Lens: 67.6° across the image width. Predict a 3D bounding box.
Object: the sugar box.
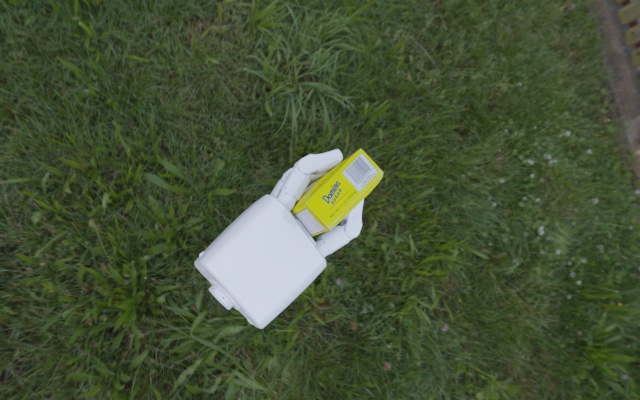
[{"bbox_3d":[0.000,0.002,0.578,0.093,0.048,0.176,-44,7,-21],"label":"sugar box"}]
